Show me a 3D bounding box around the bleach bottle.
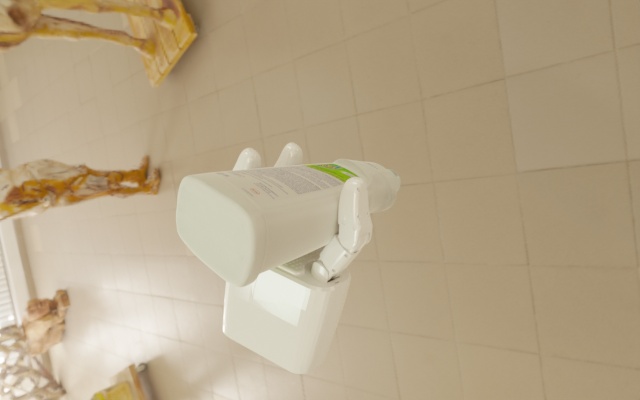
[{"bbox_3d":[0.000,0.001,0.448,0.102,0.068,0.251,30,28,36],"label":"bleach bottle"}]
